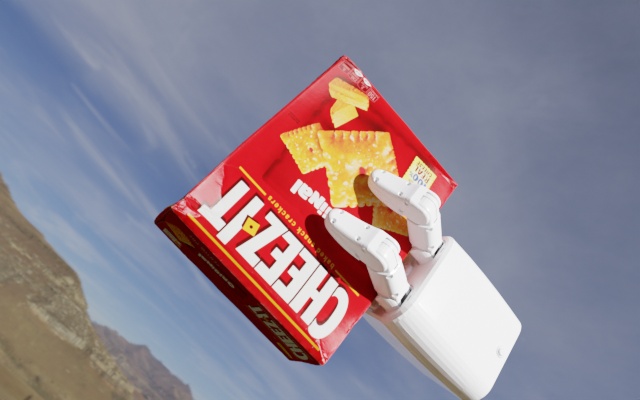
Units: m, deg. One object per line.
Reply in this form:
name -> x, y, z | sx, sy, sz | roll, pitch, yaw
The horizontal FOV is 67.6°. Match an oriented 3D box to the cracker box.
cracker box -> 0.000, 0.001, 0.409 | 0.213, 0.164, 0.072 | -47, 11, -28
